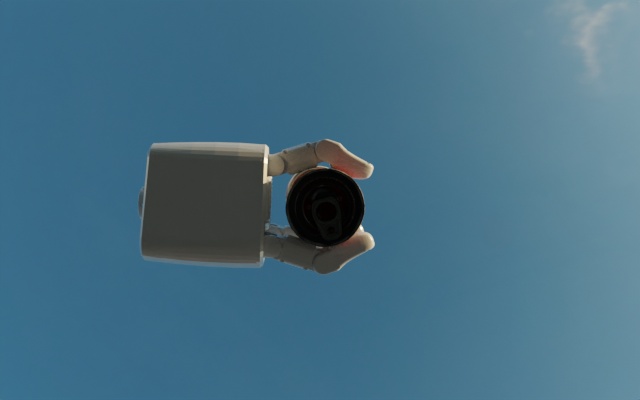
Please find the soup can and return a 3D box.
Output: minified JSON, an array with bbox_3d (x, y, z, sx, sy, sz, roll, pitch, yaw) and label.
[{"bbox_3d":[0.001,0.001,0.455,0.068,0.068,0.102,0,6,-5],"label":"soup can"}]
